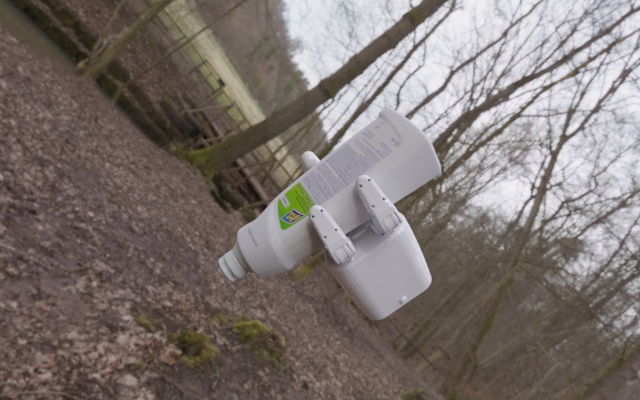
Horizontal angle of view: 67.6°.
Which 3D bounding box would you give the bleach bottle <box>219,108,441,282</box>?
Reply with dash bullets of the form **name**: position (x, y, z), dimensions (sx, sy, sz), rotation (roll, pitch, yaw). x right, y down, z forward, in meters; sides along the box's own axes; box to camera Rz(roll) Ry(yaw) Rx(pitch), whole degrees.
- **bleach bottle**: position (0.000, 0.002, 0.521), dimensions (0.251, 0.068, 0.102), rotation (-34, 35, -1)
